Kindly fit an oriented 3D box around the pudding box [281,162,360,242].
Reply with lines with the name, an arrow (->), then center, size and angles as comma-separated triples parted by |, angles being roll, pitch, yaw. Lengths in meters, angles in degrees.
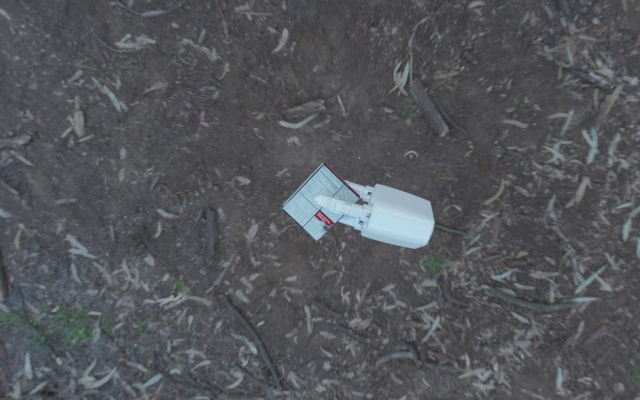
pudding box -> 0.000, 0.003, 0.840 | 0.090, 0.113, 0.039 | 44, 5, -4
